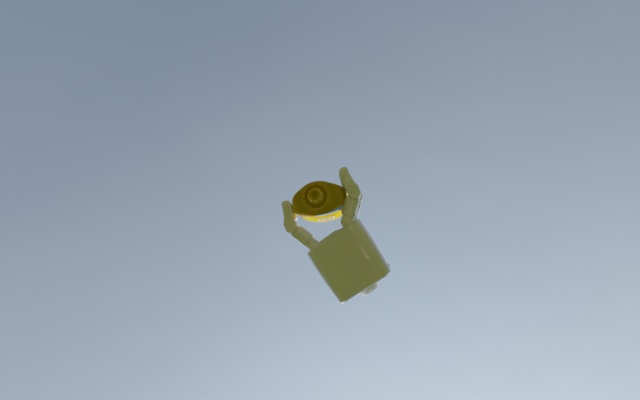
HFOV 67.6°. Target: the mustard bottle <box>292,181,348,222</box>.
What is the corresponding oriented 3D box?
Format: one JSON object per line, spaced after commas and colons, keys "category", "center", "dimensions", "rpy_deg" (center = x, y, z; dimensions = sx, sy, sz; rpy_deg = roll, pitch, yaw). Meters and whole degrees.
{"category": "mustard bottle", "center": [0.000, 0.002, 0.845], "dimensions": [0.096, 0.058, 0.191], "rpy_deg": [-10, -7, 5]}
